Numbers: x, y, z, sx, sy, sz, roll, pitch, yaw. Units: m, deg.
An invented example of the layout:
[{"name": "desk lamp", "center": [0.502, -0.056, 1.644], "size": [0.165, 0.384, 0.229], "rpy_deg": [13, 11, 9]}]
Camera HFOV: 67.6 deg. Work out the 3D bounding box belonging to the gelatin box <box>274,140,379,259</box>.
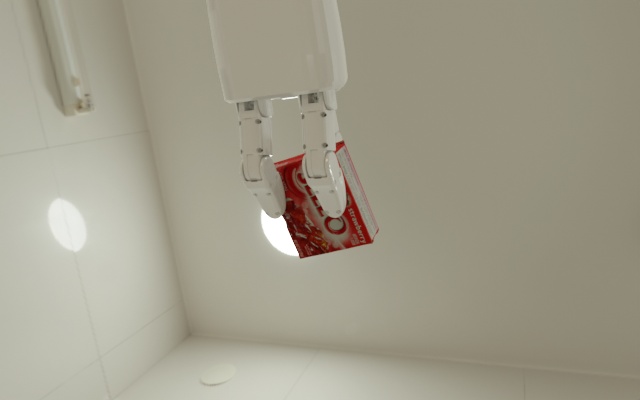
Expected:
[{"name": "gelatin box", "center": [0.000, 0.001, 0.414], "size": [0.073, 0.089, 0.030], "rpy_deg": [-16, 17, 27]}]
